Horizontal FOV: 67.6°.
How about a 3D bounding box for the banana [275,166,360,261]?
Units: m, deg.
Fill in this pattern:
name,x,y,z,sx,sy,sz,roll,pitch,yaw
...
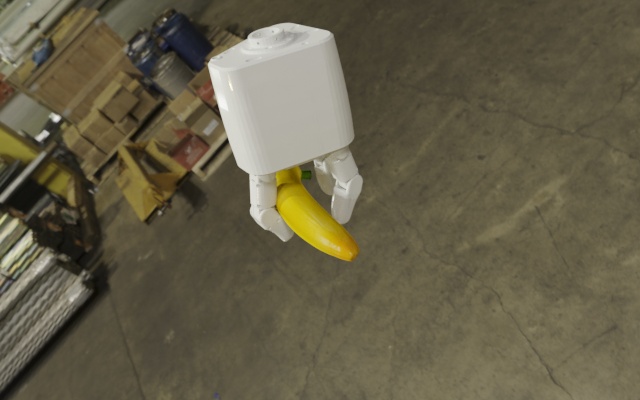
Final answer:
name,x,y,z,sx,sy,sz,roll,pitch,yaw
banana,-0.018,-0.001,0.504,0.069,0.037,0.197,5,26,-18
